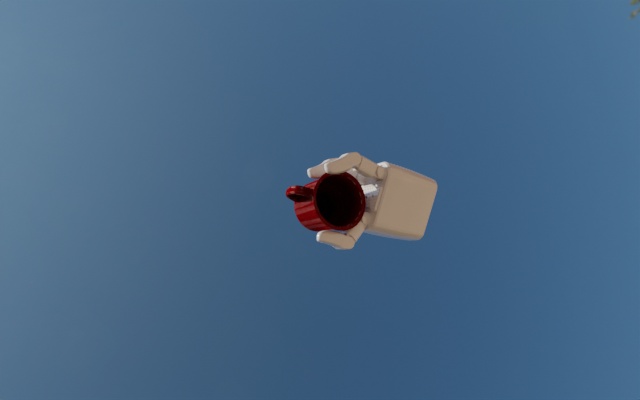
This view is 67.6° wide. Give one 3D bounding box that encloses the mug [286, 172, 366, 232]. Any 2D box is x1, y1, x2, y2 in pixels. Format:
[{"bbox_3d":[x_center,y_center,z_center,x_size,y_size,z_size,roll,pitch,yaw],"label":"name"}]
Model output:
[{"bbox_3d":[-0.001,0.002,0.745,0.117,0.093,0.081,16,-16,-26],"label":"mug"}]
